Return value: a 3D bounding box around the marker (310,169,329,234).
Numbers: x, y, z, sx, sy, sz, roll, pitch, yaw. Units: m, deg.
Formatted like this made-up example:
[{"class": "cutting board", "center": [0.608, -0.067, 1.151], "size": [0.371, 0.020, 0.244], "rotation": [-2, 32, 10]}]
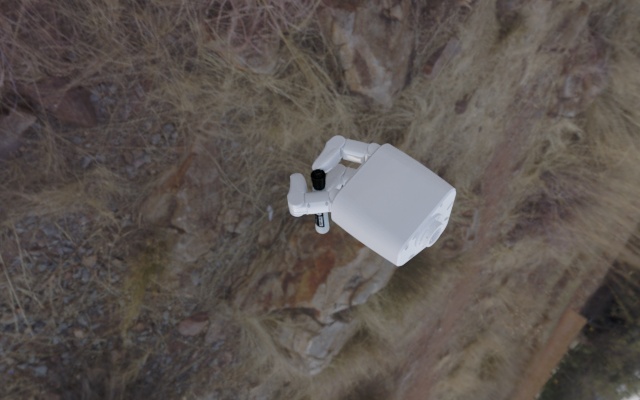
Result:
[{"class": "marker", "center": [0.000, 0.002, 0.623], "size": [0.020, 0.020, 0.121], "rotation": [0, -38, 3]}]
